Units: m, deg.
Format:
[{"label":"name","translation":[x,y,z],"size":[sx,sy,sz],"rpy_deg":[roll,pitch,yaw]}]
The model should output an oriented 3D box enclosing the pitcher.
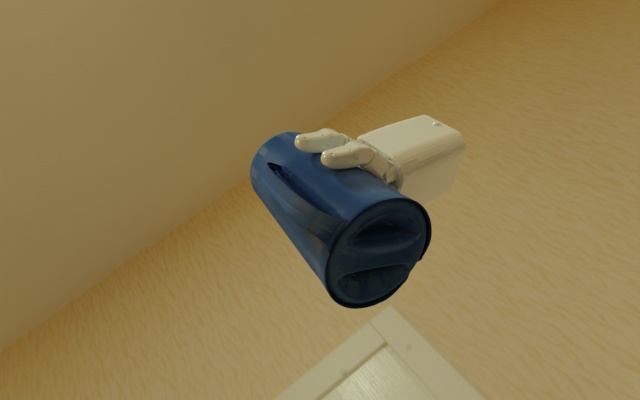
[{"label":"pitcher","translation":[0.000,0.002,0.568],"size":[0.145,0.149,0.242],"rpy_deg":[-23,37,-21]}]
